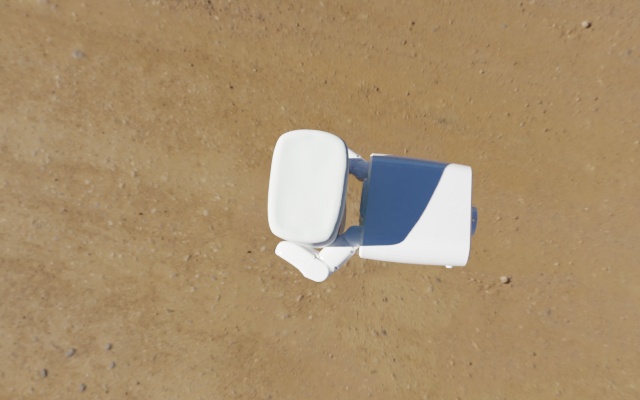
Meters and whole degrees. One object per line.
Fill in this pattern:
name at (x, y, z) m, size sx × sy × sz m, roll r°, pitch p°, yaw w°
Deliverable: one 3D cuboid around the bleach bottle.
bleach bottle at (0.000, 0.002, 0.531) m, size 0.068 × 0.102 × 0.251 m, roll 7°, pitch -5°, yaw 6°
